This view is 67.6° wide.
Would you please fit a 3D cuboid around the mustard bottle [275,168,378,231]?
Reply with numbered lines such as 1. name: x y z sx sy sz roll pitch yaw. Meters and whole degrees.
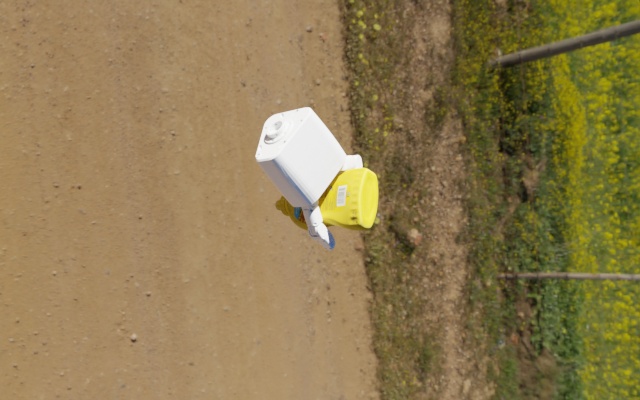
1. mustard bottle: 0.001 0.003 0.793 0.191 0.096 0.058 -4 -17 37
